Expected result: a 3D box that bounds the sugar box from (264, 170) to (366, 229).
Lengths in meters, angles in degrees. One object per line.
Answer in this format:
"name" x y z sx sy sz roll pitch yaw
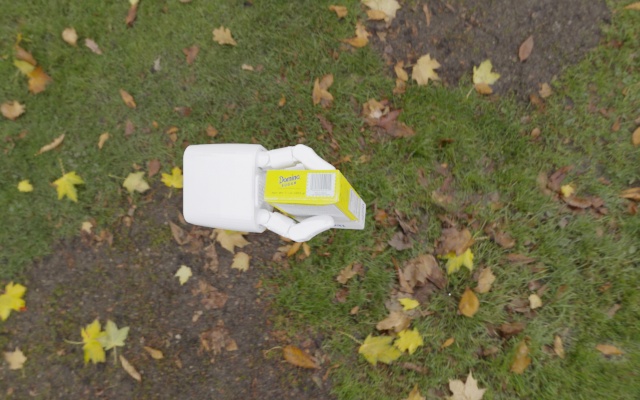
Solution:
"sugar box" 0.000 0.002 0.638 0.093 0.048 0.176 2 -10 15
